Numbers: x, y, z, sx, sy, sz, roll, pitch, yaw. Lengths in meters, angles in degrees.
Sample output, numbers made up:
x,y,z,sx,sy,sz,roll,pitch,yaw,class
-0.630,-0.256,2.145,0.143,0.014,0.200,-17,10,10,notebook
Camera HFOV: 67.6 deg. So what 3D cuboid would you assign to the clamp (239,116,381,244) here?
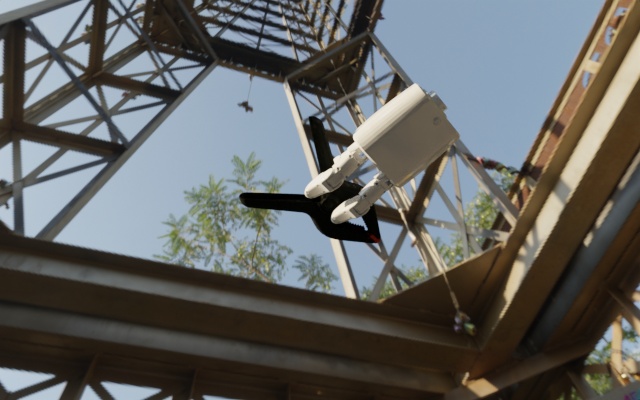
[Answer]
x,y,z,sx,sy,sz,roll,pitch,yaw,class
0.001,0.002,0.688,0.164,0.210,0.036,-38,24,18,clamp
